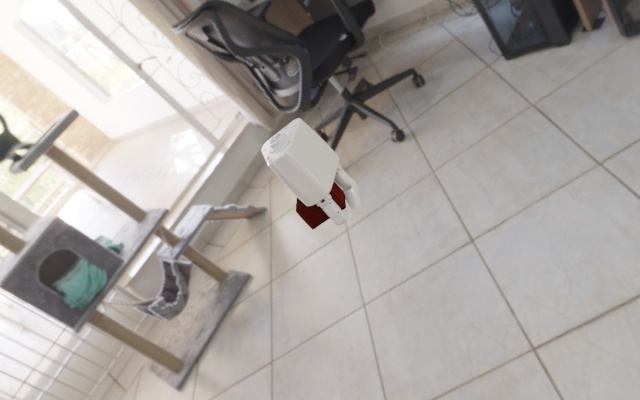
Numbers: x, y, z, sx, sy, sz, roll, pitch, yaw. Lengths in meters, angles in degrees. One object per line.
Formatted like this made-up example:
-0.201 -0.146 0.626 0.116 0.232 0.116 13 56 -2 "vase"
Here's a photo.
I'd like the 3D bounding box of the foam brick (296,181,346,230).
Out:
0.000 0.003 0.858 0.078 0.051 0.053 -35 26 20 "foam brick"
